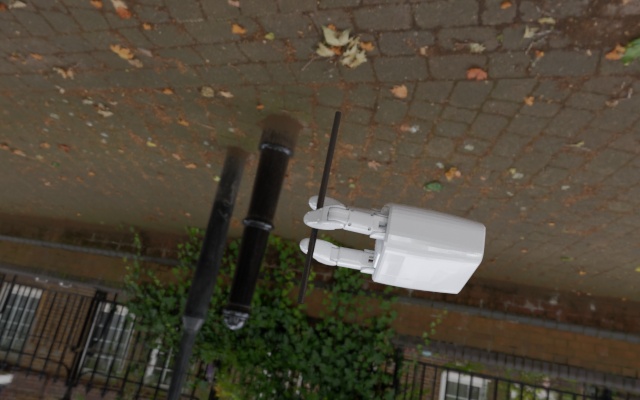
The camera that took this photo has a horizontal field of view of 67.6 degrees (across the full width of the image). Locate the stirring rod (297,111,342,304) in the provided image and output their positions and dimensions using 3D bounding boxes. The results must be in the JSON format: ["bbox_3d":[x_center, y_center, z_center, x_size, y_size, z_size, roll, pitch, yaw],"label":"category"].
[{"bbox_3d":[0.000,0.002,0.567,0.011,0.239,0.011,10,-17,3],"label":"stirring rod"}]
